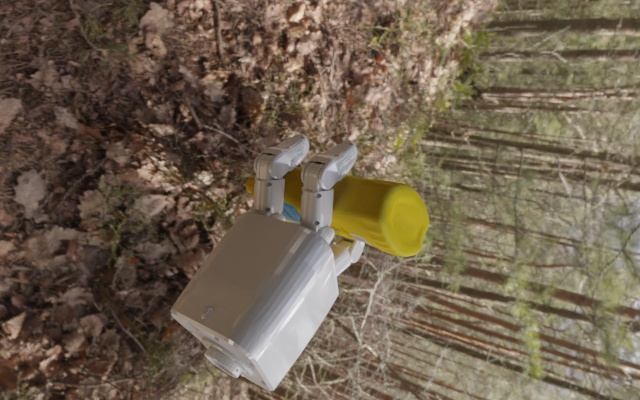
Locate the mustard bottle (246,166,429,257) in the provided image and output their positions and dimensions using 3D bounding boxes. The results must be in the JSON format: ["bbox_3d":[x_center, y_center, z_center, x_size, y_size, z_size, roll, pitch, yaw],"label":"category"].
[{"bbox_3d":[0.000,0.001,0.458,0.191,0.058,0.096,13,-11,36],"label":"mustard bottle"}]
